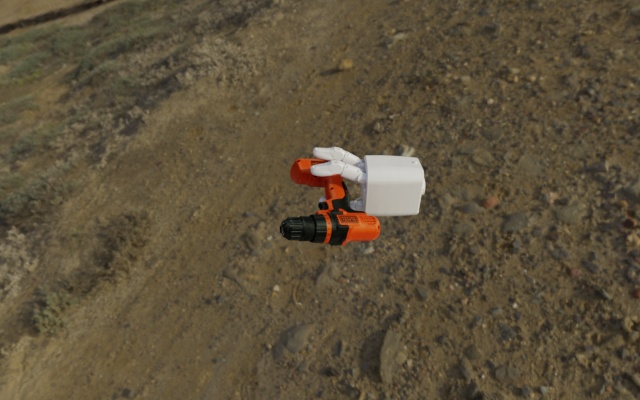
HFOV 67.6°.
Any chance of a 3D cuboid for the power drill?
[{"bbox_3d":[0.000,0.003,0.879,0.184,0.187,0.057,2,-45,-23],"label":"power drill"}]
